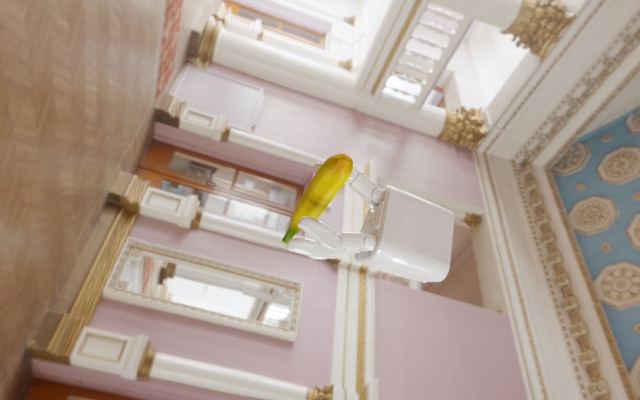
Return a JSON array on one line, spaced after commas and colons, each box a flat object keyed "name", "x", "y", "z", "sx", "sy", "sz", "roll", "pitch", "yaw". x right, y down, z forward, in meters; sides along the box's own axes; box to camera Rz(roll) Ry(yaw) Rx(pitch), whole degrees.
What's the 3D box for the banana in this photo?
[{"name": "banana", "x": 0.003, "y": -0.010, "z": 0.618, "sx": 0.037, "sy": 0.069, "sz": 0.198, "roll": 24, "pitch": -39, "yaw": -9}]
